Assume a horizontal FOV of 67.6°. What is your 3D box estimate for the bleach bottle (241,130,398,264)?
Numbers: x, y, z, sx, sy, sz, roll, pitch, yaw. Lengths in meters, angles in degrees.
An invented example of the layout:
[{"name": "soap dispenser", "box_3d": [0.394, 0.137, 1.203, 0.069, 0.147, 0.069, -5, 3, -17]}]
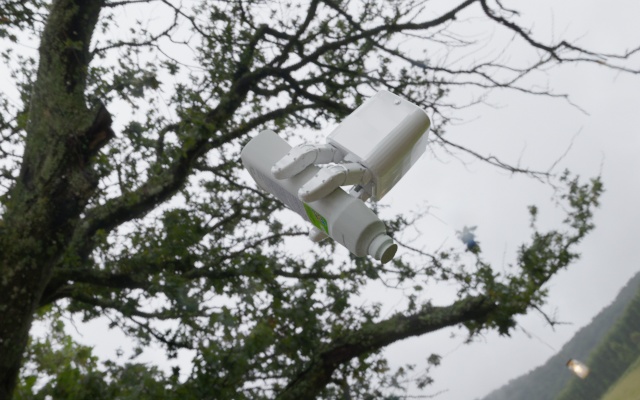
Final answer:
[{"name": "bleach bottle", "box_3d": [0.000, 0.002, 0.616, 0.250, 0.068, 0.103, 38, -13, 35]}]
